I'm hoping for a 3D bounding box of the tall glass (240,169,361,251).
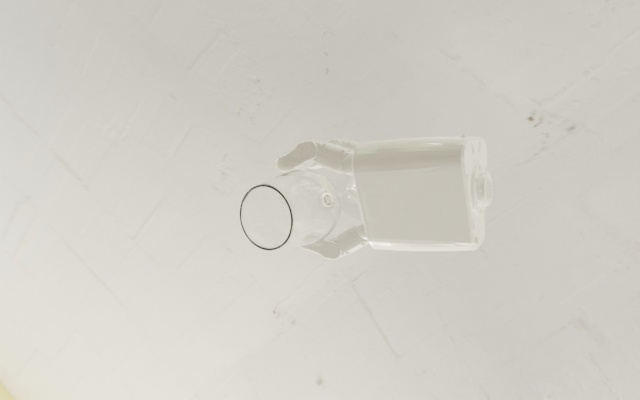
[{"bbox_3d":[0.000,0.002,0.523,0.079,0.079,0.201,0,8,32],"label":"tall glass"}]
